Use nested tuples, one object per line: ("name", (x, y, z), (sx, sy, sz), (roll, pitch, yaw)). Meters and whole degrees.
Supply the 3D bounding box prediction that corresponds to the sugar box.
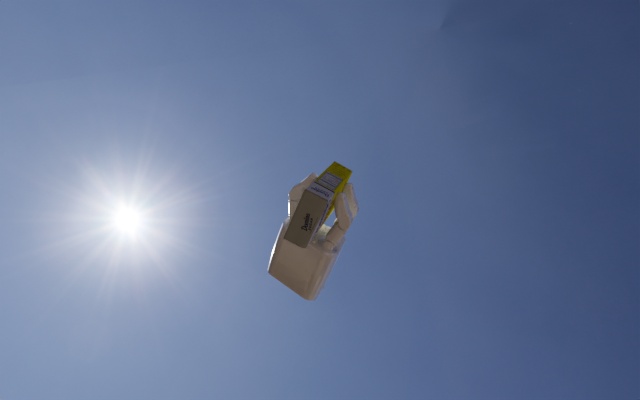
("sugar box", (0.001, 0.003, 0.787), (0.048, 0.093, 0.176), (27, 24, 4))
